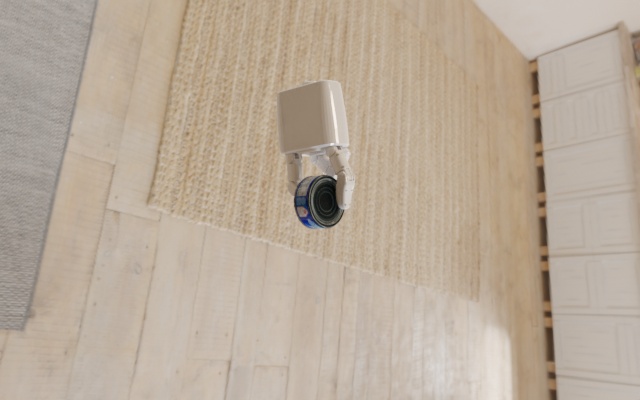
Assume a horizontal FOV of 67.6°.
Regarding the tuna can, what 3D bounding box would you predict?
[{"bbox_3d":[0.001,0.003,0.755,0.034,0.086,0.086,-4,-3,45],"label":"tuna can"}]
